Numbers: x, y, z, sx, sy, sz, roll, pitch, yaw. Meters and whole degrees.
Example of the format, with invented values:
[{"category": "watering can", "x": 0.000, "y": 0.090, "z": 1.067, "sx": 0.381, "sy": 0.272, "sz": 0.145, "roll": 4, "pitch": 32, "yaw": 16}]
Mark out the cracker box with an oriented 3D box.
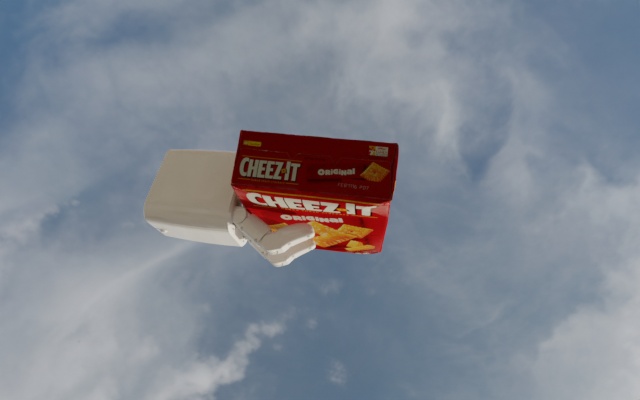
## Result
[{"category": "cracker box", "x": 0.000, "y": 0.002, "z": 0.569, "sx": 0.164, "sy": 0.072, "sz": 0.214, "roll": 5, "pitch": -19, "yaw": 6}]
